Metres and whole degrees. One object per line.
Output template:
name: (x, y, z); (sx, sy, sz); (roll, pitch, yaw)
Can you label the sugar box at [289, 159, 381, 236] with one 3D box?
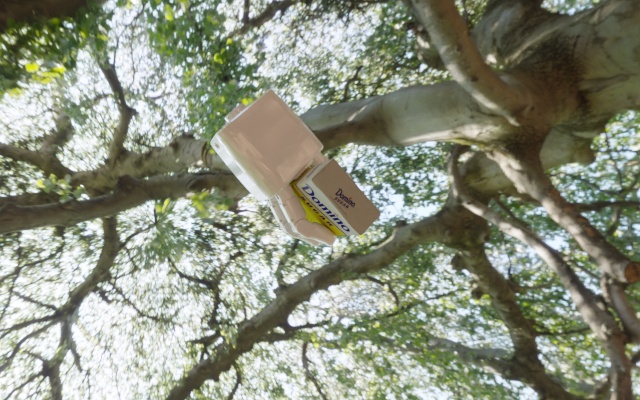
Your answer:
sugar box: (0.000, 0.002, 0.639); (0.048, 0.093, 0.176); (-45, 12, -16)
